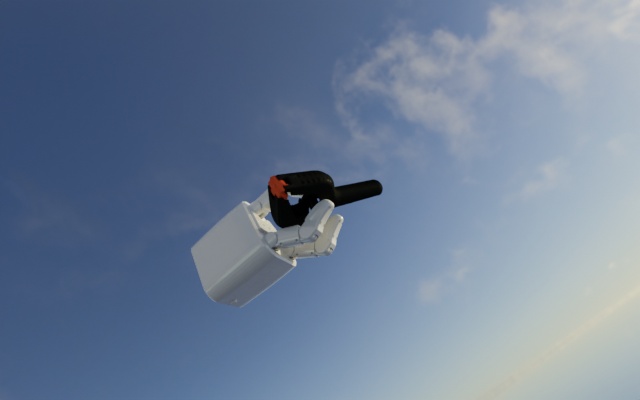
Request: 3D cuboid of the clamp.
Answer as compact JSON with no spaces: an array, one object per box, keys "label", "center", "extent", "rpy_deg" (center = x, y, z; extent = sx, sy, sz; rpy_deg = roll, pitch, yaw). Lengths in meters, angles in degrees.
[{"label":"clamp","center":[-0.001,0.002,0.656],"extent":[0.164,0.036,0.210],"rpy_deg":[-41,-29,4]}]
